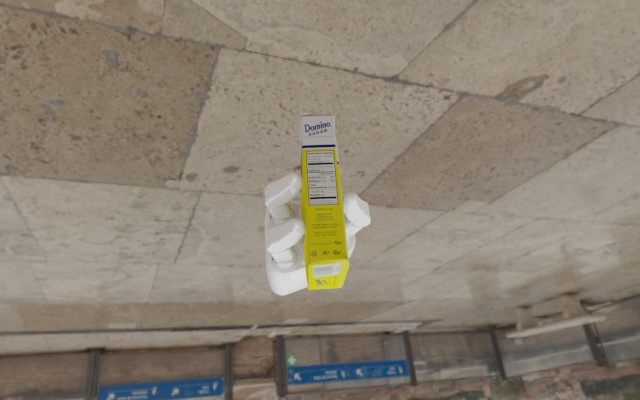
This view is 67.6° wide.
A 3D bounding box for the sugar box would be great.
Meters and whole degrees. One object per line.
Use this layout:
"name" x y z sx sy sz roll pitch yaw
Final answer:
"sugar box" 0.000 0.002 0.536 0.048 0.176 0.093 -5 -26 -5
